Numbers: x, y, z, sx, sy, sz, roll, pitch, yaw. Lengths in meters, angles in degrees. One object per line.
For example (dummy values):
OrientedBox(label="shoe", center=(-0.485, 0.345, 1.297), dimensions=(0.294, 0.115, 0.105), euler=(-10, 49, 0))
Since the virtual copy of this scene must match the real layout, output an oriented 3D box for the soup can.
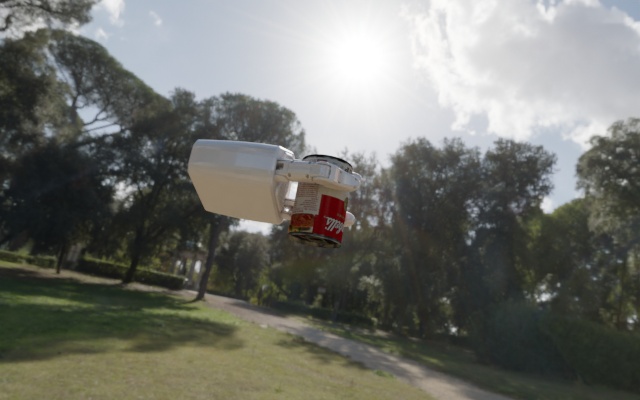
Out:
OrientedBox(label="soup can", center=(0.001, 0.002, 0.592), dimensions=(0.068, 0.102, 0.068), euler=(9, -15, 3))
